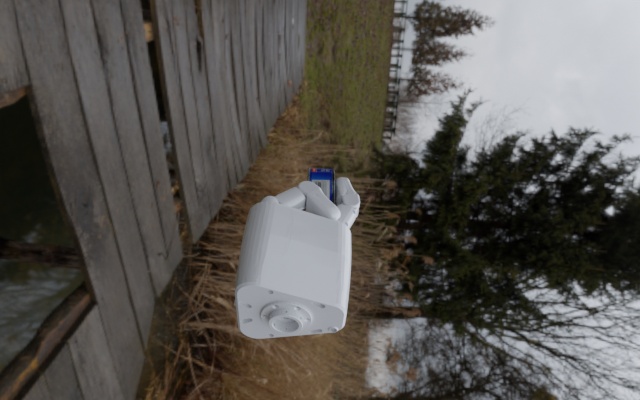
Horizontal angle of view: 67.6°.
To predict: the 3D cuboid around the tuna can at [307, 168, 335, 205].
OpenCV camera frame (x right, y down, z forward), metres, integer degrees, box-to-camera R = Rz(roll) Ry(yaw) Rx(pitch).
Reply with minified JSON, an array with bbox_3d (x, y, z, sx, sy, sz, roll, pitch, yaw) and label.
[{"bbox_3d":[0.001,0.002,0.603,0.034,0.086,0.086,1,0,0],"label":"tuna can"}]
